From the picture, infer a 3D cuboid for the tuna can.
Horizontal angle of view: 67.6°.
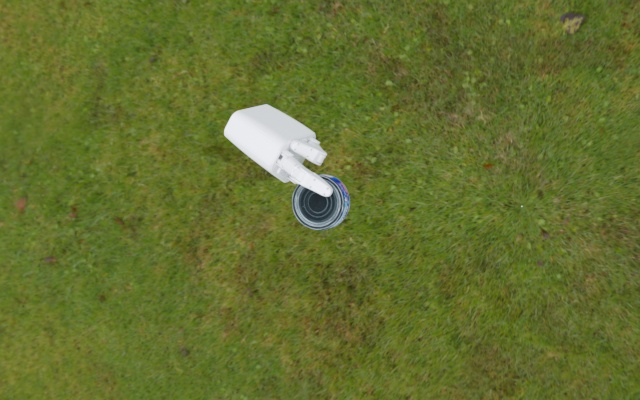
[{"bbox_3d":[0.000,0.002,0.733,0.086,0.086,0.034,0,3,18],"label":"tuna can"}]
